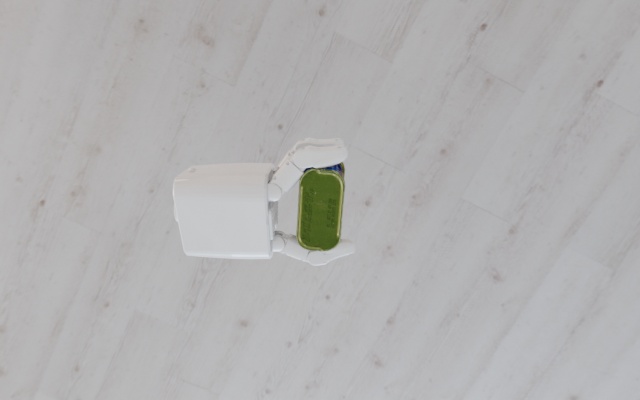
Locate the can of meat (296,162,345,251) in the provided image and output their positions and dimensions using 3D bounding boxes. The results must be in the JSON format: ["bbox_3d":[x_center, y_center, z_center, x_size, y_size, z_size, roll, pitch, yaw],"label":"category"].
[{"bbox_3d":[0.000,0.002,0.575,0.057,0.102,0.084,3,15,0],"label":"can of meat"}]
